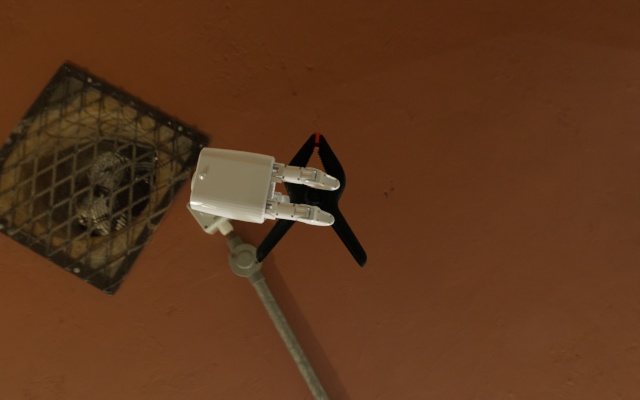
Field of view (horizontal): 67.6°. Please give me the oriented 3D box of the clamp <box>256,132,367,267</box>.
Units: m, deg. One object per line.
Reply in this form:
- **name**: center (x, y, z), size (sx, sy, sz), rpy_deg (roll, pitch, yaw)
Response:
- **clamp**: center (0.000, 0.002, 0.725), size (0.164, 0.210, 0.036), rpy_deg (10, -12, -6)
